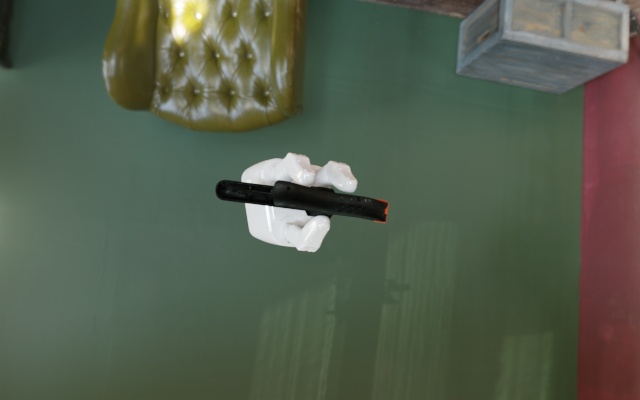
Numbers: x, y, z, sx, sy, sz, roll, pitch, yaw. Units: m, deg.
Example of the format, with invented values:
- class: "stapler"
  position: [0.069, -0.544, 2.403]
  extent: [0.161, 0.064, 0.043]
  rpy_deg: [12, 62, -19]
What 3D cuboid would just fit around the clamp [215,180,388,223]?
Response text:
- class: "clamp"
  position: [0.000, 0.003, 0.550]
  extent: [0.210, 0.036, 0.164]
  rpy_deg: [8, -1, -26]
